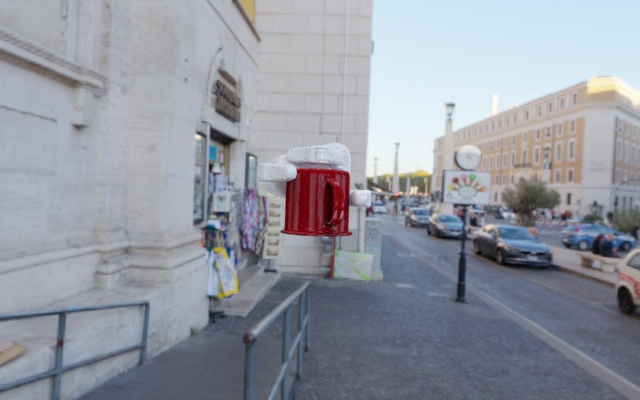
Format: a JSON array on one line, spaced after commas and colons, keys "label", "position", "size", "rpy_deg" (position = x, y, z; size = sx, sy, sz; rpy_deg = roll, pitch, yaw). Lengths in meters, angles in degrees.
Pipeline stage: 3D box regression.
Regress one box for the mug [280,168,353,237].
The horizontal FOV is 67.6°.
[{"label": "mug", "position": [0.001, 0.002, 0.597], "size": [0.093, 0.081, 0.117], "rpy_deg": [2, 1, -19]}]
